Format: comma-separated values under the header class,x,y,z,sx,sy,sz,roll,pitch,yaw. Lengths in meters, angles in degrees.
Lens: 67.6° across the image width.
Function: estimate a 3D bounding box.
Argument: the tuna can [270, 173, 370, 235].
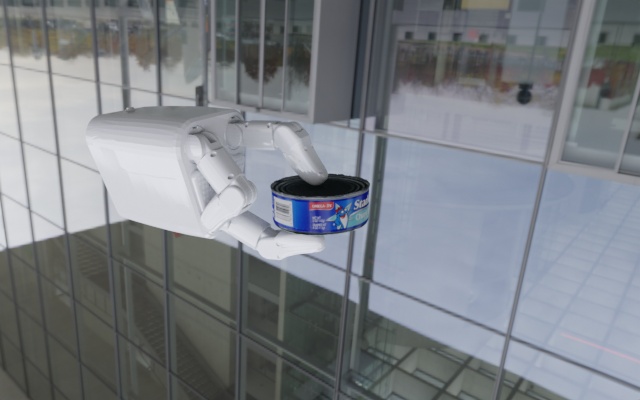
class,x,y,z,sx,sy,sz,roll,pitch,yaw
tuna can,0.000,0.002,0.415,0.086,0.034,0.086,-1,15,0
